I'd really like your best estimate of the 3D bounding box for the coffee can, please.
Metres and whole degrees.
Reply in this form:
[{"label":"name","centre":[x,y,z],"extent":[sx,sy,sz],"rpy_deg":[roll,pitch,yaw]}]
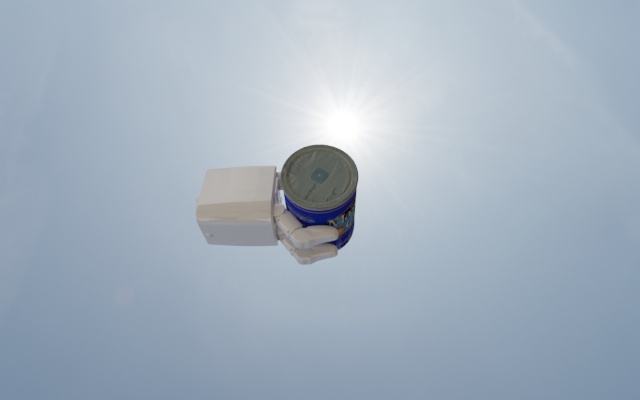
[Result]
[{"label":"coffee can","centre":[0.000,0.002,0.684],"extent":[0.103,0.102,0.140],"rpy_deg":[0,-31,1]}]
